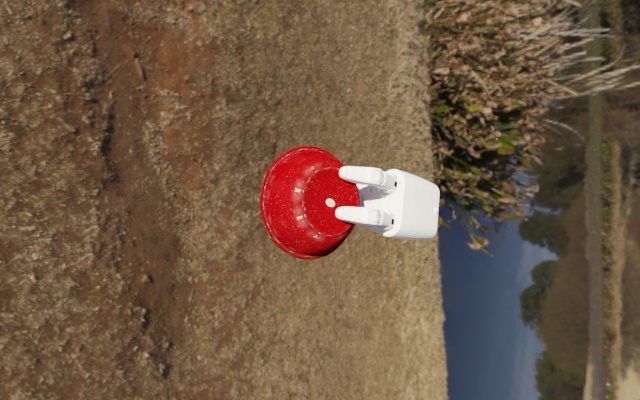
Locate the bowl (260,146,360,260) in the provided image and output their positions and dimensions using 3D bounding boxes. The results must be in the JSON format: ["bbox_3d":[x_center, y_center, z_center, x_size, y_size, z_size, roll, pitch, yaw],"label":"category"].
[{"bbox_3d":[-0.001,0.002,0.654,0.162,0.162,0.055,0,-2,-34],"label":"bowl"}]
